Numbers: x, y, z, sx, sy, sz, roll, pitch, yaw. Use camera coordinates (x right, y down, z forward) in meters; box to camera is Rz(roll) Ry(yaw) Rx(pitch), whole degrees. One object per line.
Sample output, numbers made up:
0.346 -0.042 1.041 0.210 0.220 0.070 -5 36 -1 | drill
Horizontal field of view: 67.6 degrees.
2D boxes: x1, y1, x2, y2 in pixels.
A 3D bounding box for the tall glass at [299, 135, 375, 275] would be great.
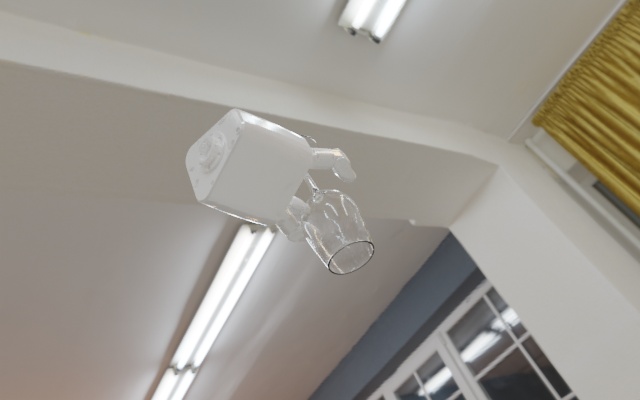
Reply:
0.000 0.002 0.636 0.079 0.079 0.201 0 43 -31 | tall glass
